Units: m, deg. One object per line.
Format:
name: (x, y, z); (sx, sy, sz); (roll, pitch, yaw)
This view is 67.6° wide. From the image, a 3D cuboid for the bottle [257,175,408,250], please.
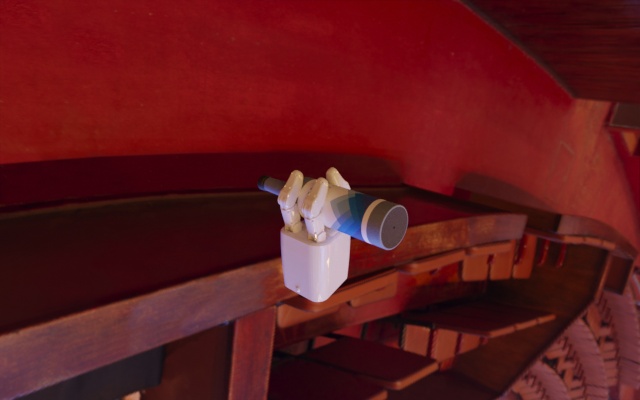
bottle: (0.000, 0.002, 0.770); (0.295, 0.069, 0.069); (19, 13, 41)
